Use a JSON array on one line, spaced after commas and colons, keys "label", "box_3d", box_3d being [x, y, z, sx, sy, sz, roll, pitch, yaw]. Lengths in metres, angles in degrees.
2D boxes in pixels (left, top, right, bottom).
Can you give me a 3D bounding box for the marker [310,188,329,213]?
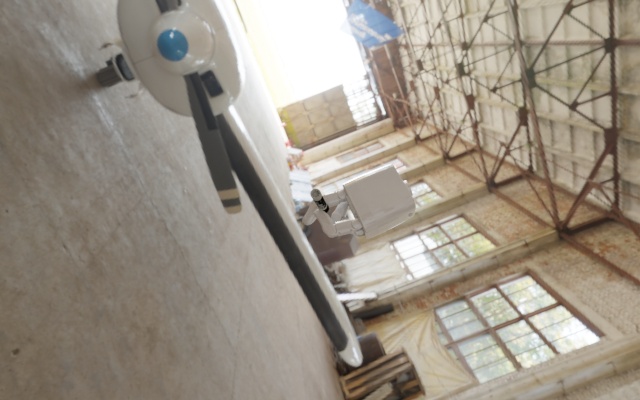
[{"label": "marker", "box_3d": [0.000, 0.003, 0.862, 0.020, 0.020, 0.121, 0, -14, 8]}]
